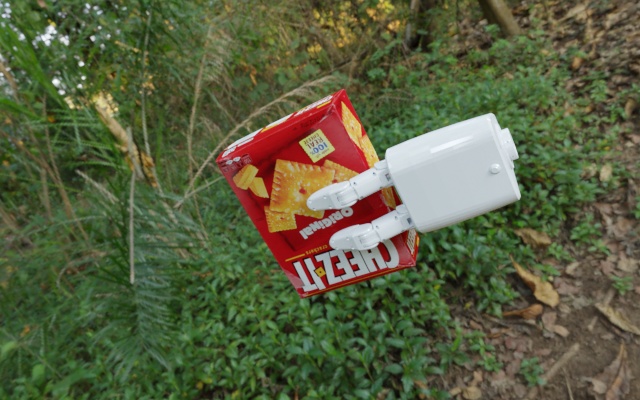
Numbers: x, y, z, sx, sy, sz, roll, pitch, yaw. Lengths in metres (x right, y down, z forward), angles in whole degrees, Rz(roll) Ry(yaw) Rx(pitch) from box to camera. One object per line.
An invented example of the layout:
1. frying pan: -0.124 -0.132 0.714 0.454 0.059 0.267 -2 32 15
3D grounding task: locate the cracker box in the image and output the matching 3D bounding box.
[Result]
1. cracker box: 0.000 0.002 0.573 0.164 0.214 0.072 -21 20 24
